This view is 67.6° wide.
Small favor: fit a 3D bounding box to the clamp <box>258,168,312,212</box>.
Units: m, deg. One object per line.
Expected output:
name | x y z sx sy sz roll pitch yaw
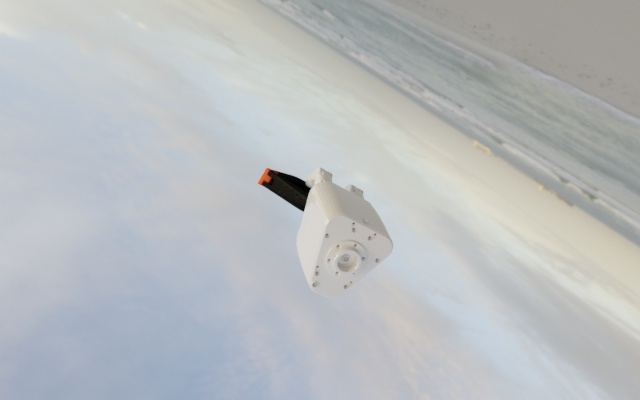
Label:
clamp | -0.001 0.003 0.746 0.210 0.036 0.164 27 12 -18
